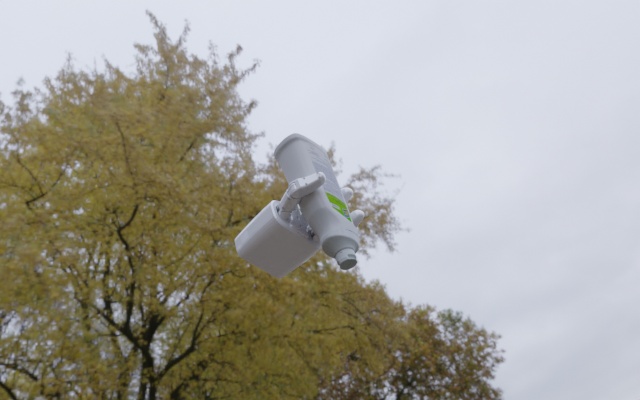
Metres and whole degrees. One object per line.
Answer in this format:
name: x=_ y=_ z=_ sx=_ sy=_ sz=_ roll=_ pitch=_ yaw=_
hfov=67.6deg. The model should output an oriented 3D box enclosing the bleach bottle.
bleach bottle: x=0.000 y=0.003 z=0.787 sx=0.068 sy=0.250 sz=0.102 roll=-42 pitch=-43 yaw=23
